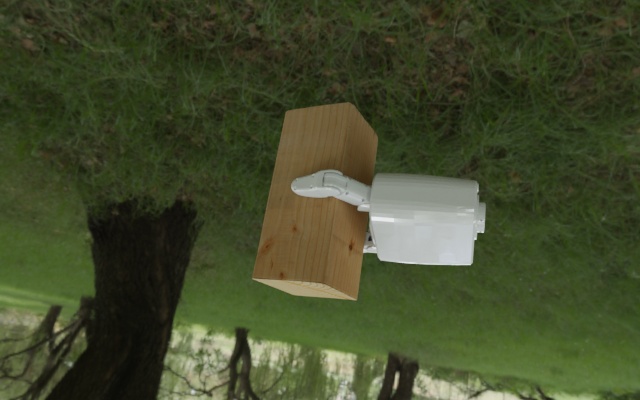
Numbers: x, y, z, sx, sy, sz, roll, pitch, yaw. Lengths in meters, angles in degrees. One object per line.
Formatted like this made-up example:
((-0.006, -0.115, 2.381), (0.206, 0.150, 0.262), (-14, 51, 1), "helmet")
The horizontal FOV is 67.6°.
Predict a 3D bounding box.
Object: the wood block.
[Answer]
((0.000, 0.002, 0.556), (0.090, 0.206, 0.091), (-1, -22, 29), "wood block")
